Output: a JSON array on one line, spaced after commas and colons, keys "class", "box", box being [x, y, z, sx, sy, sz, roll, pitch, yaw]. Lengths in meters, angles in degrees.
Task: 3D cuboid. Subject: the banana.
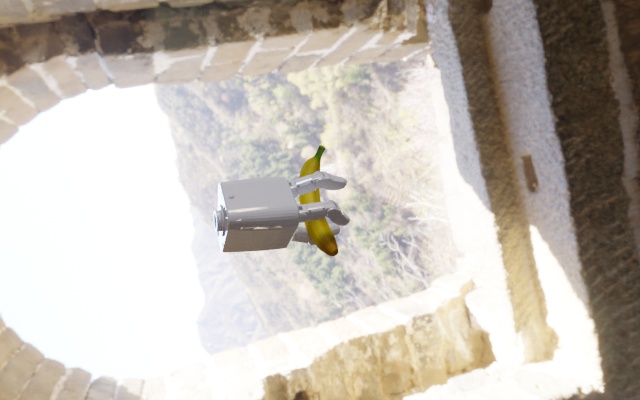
[{"class": "banana", "box": [-0.008, 0.007, 0.798, 0.037, 0.197, 0.070, 4, -26, -26]}]
